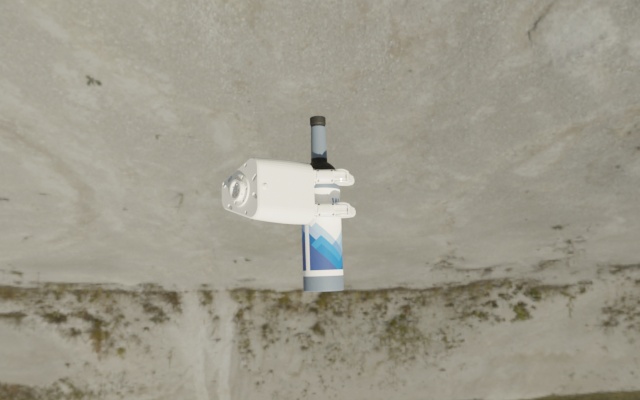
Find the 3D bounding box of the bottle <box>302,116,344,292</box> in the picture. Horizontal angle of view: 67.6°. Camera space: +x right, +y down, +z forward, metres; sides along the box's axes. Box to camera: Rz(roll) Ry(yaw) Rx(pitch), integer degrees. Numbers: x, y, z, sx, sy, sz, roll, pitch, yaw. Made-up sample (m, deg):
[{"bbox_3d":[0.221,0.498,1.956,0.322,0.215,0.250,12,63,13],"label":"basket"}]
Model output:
[{"bbox_3d":[0.000,0.003,0.806,0.069,0.295,0.069,-2,-8,0],"label":"bottle"}]
